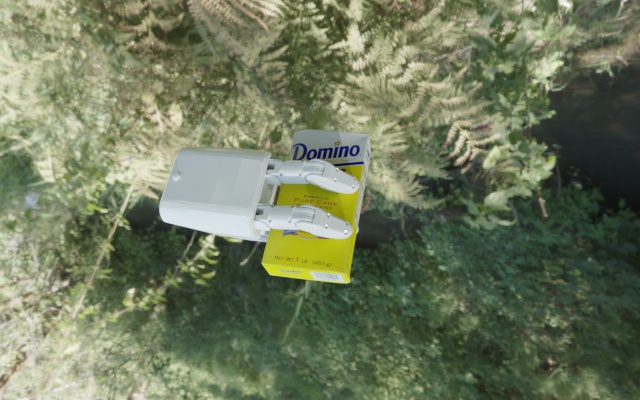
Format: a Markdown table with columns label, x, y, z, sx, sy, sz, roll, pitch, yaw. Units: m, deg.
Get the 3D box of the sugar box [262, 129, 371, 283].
| label | x | y | z | sx | sy | sz | roll | pitch | yaw |
| --- | --- | --- | --- | --- | --- | --- | --- | --- | --- |
| sugar box | 0.000 | 0.002 | 0.546 | 0.093 | 0.176 | 0.048 | 5 | -24 | 12 |
